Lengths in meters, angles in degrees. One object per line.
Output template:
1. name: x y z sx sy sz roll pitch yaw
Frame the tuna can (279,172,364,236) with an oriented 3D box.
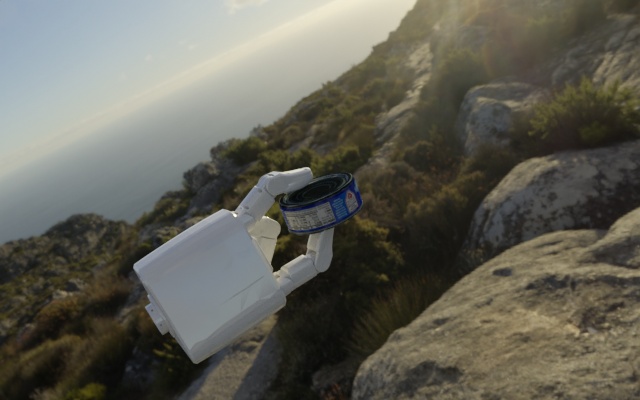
1. tuna can: 0.000 0.001 0.507 0.086 0.034 0.086 -19 18 6
